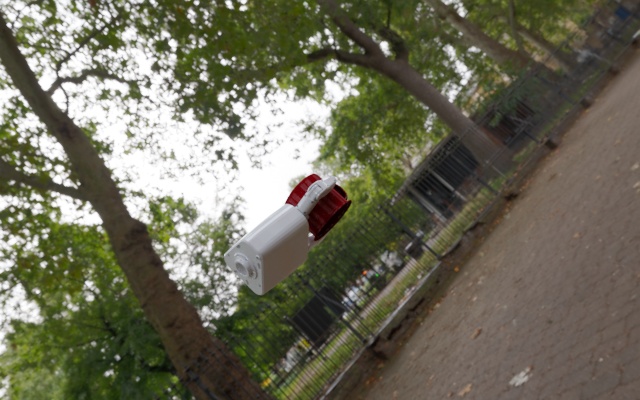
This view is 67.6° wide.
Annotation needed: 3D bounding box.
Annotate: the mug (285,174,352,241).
[{"bbox_3d":[0.001,0.002,0.824,0.117,0.081,0.093,-38,-15,-40],"label":"mug"}]
